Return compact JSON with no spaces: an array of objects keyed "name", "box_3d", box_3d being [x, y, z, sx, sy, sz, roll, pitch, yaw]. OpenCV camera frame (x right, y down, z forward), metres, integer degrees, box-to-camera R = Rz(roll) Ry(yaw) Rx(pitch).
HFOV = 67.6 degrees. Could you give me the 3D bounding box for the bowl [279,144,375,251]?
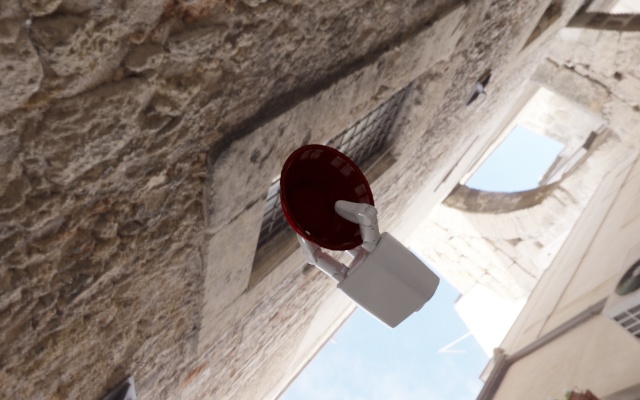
[{"name":"bowl","box_3d":[-0.001,0.001,0.690,0.162,0.162,0.055,0,-21,-36]}]
